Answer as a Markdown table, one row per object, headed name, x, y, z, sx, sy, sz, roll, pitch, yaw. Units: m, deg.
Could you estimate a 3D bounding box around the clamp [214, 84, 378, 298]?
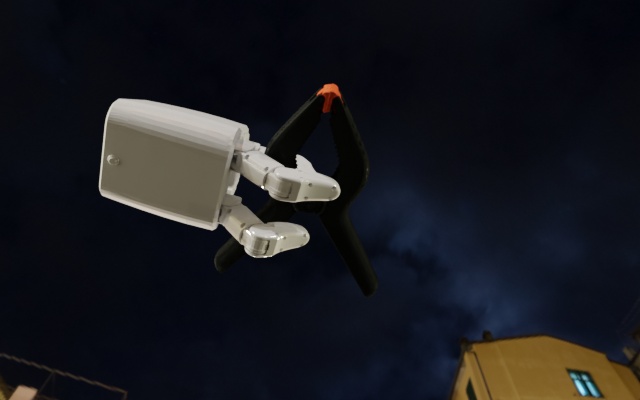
| name | x | y | z | sx | sy | sz | roll | pitch | yaw |
| --- | --- | --- | --- | --- | --- | --- | --- | --- | --- |
| clamp | 0.000 | 0.001 | 0.443 | 0.164 | 0.210 | 0.036 | 16 | 27 | -6 |
